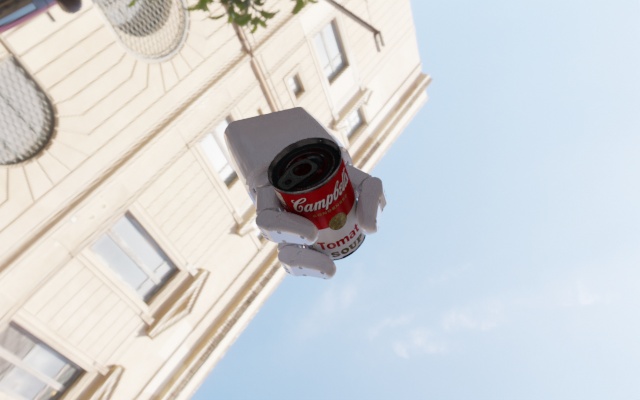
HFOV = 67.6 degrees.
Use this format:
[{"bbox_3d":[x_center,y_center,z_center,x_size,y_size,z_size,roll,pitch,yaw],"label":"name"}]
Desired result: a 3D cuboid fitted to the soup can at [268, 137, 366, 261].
[{"bbox_3d":[0.000,0.002,0.448,0.068,0.068,0.102,0,-42,23],"label":"soup can"}]
